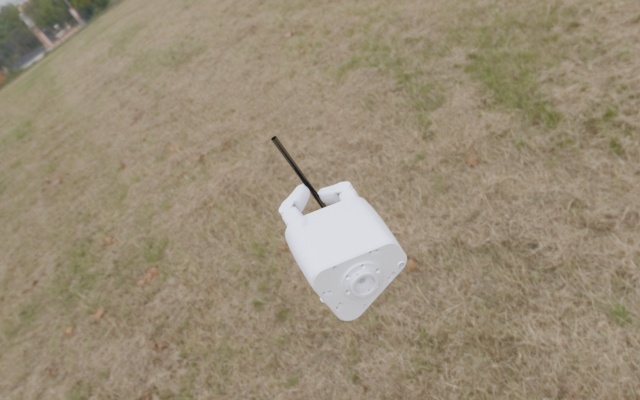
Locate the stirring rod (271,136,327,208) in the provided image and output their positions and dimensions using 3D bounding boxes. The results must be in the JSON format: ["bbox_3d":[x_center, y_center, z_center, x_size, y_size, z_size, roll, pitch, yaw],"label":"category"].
[{"bbox_3d":[0.000,0.002,0.674,0.011,0.011,0.240,0,-43,43],"label":"stirring rod"}]
